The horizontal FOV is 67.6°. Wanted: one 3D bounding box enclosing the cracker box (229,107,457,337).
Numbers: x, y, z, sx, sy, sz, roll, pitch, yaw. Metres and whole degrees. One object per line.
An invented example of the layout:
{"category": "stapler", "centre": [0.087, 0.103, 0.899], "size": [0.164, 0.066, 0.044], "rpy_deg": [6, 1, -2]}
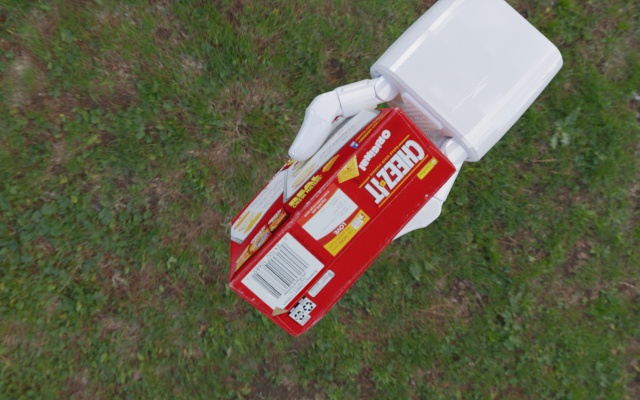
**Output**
{"category": "cracker box", "centre": [0.000, 0.001, 0.419], "size": [0.072, 0.164, 0.213], "rpy_deg": [43, 0, -13]}
